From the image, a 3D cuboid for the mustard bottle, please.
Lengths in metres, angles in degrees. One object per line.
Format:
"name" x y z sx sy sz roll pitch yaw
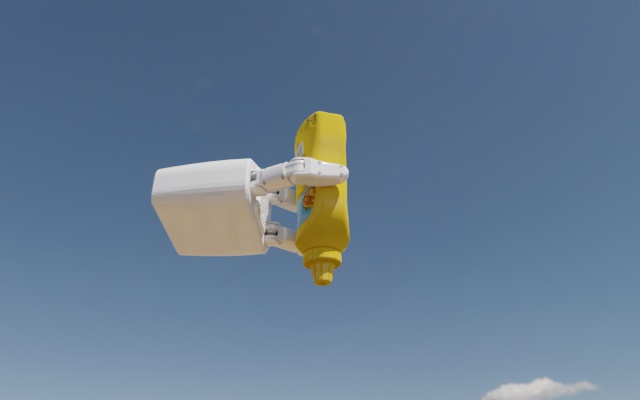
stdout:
"mustard bottle" 0.000 0.002 0.539 0.058 0.191 0.096 8 -30 -16
